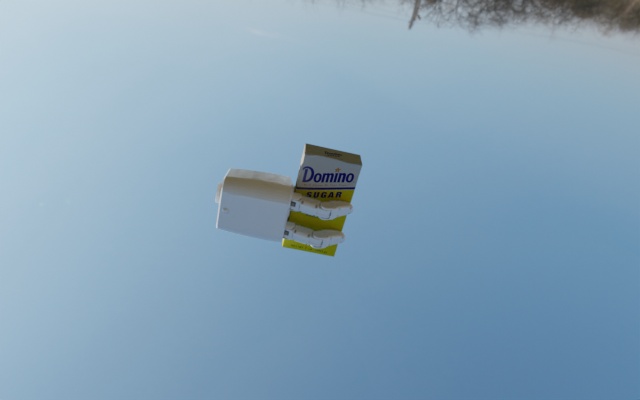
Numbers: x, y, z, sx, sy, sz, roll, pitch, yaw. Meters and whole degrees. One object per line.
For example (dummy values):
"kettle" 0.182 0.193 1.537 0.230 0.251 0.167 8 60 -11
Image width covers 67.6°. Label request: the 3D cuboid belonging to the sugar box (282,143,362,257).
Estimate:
"sugar box" 0.000 0.003 0.775 0.093 0.176 0.048 11 30 -7
